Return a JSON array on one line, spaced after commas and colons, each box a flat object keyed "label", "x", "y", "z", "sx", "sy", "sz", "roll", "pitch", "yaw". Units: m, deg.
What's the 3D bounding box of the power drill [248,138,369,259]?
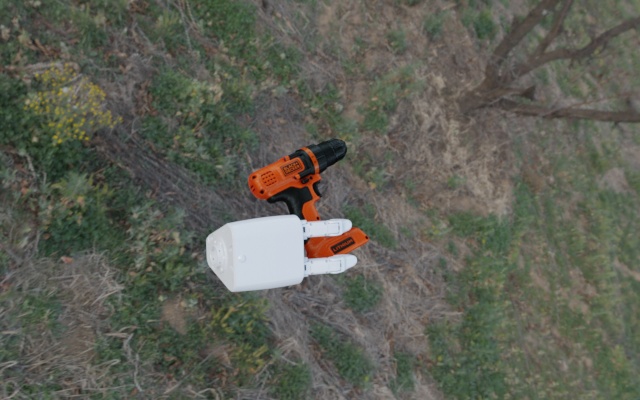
[{"label": "power drill", "x": 0.000, "y": 0.003, "z": 0.775, "sx": 0.184, "sy": 0.187, "sz": 0.057, "roll": -27, "pitch": -6, "yaw": -24}]
